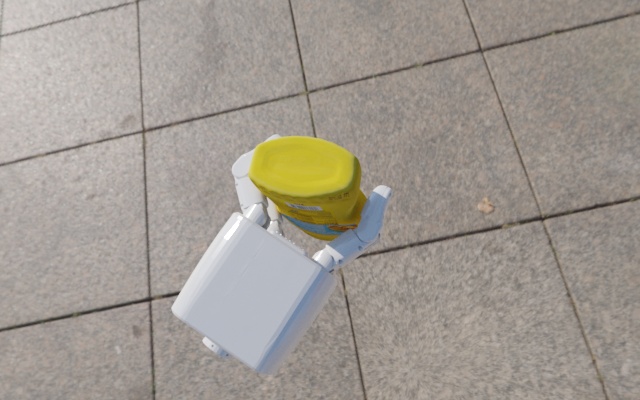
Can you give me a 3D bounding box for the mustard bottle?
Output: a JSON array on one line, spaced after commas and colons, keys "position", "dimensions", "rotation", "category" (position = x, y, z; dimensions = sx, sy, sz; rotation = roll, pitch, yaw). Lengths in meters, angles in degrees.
[{"position": [0.000, 0.001, 0.488], "dimensions": [0.096, 0.058, 0.192], "rotation": [6, -18, 13], "category": "mustard bottle"}]
